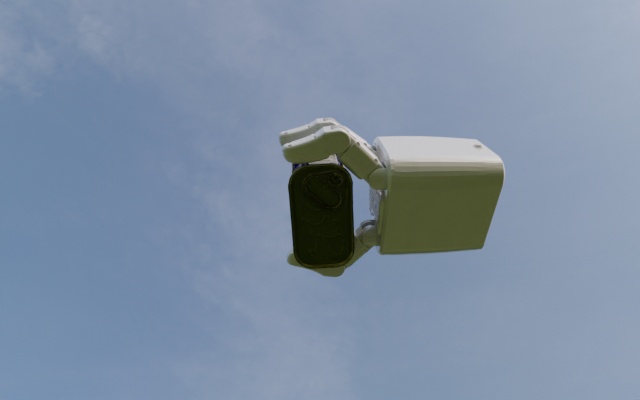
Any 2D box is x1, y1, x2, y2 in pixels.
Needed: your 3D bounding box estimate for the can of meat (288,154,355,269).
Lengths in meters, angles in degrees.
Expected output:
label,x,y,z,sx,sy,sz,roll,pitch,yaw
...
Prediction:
label,x,y,z,sx,sy,sz,roll,pitch,yaw
can of meat,0.000,0.002,0.469,0.057,0.102,0.084,-4,22,-1
